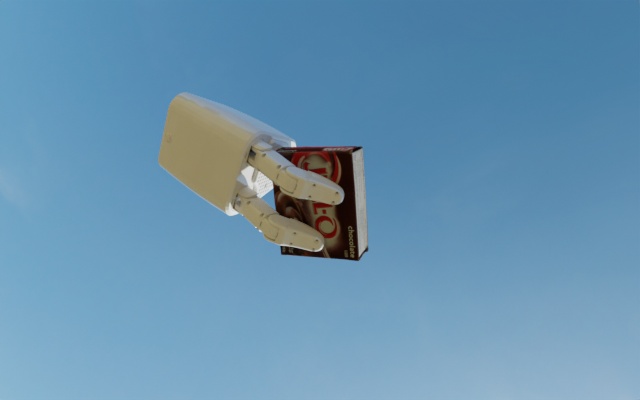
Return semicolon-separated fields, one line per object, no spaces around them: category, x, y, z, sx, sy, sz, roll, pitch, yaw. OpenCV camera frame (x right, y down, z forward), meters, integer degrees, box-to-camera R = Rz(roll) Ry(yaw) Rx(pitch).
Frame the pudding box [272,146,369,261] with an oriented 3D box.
pudding box;0.000;0.002;0.489;0.090;0.113;0.039;2;17;26
